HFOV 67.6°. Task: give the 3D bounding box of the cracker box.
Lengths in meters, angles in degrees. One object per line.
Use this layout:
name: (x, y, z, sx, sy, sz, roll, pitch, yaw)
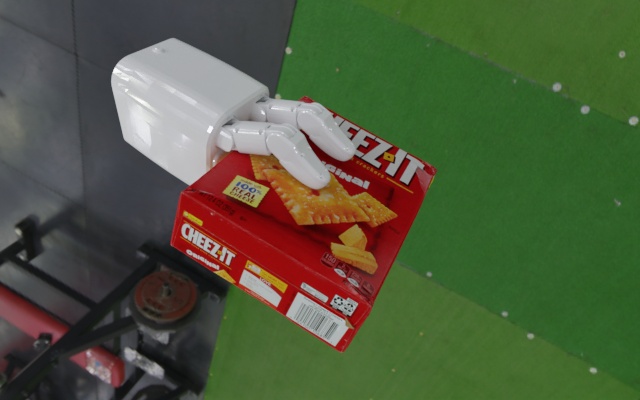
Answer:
cracker box: (0.000, 0.002, 0.433, 0.164, 0.072, 0.213, 31, 40, 7)
